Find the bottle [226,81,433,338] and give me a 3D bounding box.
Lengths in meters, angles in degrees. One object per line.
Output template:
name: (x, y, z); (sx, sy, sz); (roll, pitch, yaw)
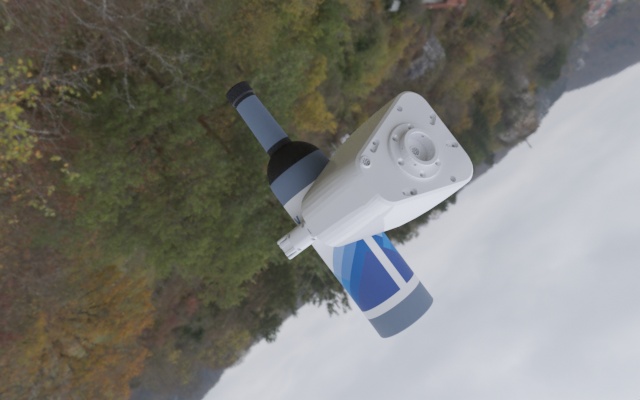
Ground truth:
bottle: (0.000, 0.002, 0.492); (0.069, 0.295, 0.069); (-37, -2, -2)
